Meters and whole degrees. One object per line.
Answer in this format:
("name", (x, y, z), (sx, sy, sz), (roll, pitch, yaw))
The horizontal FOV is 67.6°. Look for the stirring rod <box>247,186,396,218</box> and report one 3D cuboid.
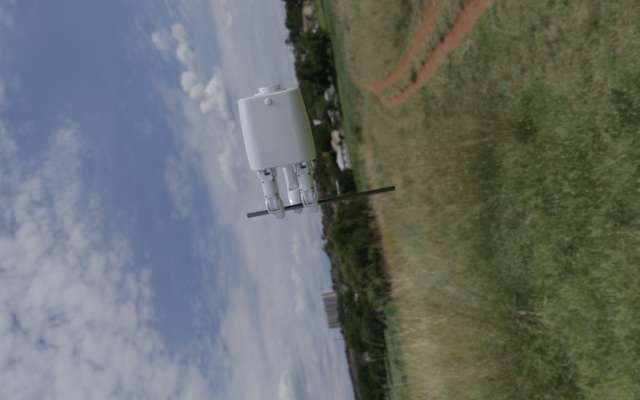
("stirring rod", (0.000, 0.002, 0.764), (0.239, 0.011, 0.011), (-11, -1, 3))
